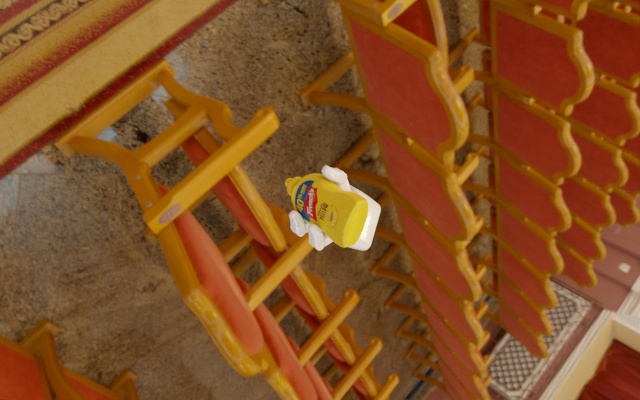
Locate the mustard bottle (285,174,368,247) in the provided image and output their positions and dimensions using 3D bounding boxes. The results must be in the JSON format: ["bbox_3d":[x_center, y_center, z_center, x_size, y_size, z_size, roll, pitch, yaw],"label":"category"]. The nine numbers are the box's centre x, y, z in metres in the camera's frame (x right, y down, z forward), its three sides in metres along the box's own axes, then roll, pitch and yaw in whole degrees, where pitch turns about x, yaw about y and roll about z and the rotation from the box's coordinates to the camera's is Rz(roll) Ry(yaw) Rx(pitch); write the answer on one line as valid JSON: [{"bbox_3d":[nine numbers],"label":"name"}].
[{"bbox_3d":[0.000,0.003,0.896,0.058,0.096,0.191,-9,32,-44],"label":"mustard bottle"}]
